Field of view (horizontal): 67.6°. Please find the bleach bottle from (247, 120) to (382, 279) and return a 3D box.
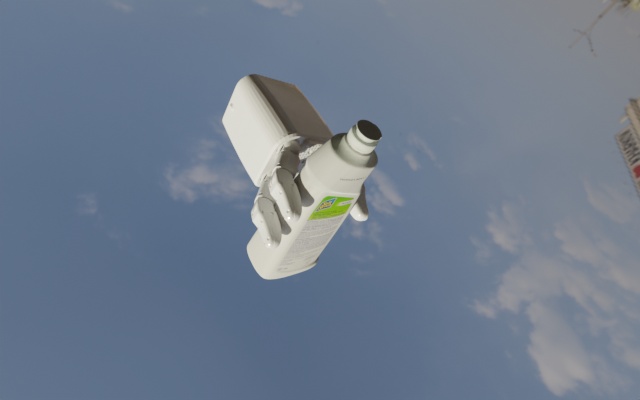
[{"bbox_3d":[0.000,0.002,0.561,0.102,0.068,0.251,-13,-28,-39],"label":"bleach bottle"}]
